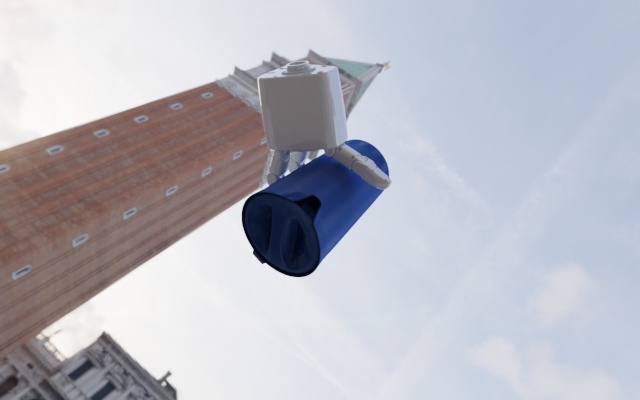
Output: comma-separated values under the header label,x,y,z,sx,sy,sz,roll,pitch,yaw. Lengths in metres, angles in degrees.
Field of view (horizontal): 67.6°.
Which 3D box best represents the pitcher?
label,x,y,z,sx,sy,sz,roll,pitch,yaw
pitcher,0.000,0.002,0.729,0.149,0.145,0.242,10,32,33
